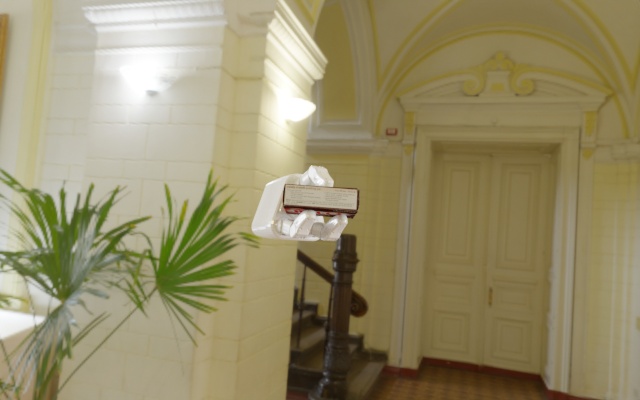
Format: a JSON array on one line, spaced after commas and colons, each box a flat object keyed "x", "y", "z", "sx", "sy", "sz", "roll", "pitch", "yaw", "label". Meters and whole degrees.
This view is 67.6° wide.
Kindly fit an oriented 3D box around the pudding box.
[{"x": 0.000, "y": 0.002, "z": 0.728, "sx": 0.113, "sy": 0.039, "sz": 0.090, "roll": 2, "pitch": -8, "yaw": 0, "label": "pudding box"}]
